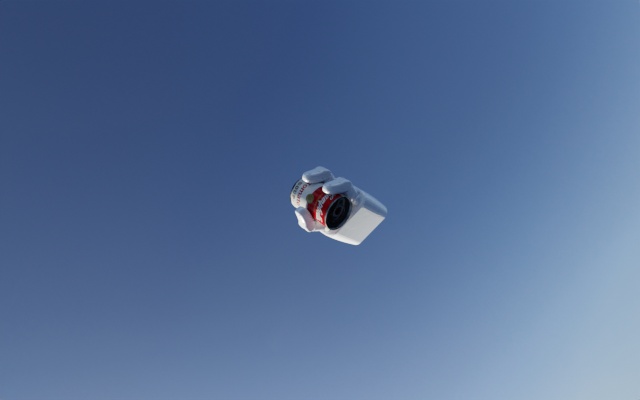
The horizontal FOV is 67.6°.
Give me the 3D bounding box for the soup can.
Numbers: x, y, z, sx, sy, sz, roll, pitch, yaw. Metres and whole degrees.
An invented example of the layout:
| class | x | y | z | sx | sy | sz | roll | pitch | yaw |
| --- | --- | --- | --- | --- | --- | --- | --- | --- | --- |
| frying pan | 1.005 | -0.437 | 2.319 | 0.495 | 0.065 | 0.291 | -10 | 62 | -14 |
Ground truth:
| class | x | y | z | sx | sy | sz | roll | pitch | yaw |
| --- | --- | --- | --- | --- | --- | --- | --- | --- | --- |
| soup can | 0.000 | 0.003 | 0.893 | 0.068 | 0.068 | 0.102 | 0 | 24 | -48 |
